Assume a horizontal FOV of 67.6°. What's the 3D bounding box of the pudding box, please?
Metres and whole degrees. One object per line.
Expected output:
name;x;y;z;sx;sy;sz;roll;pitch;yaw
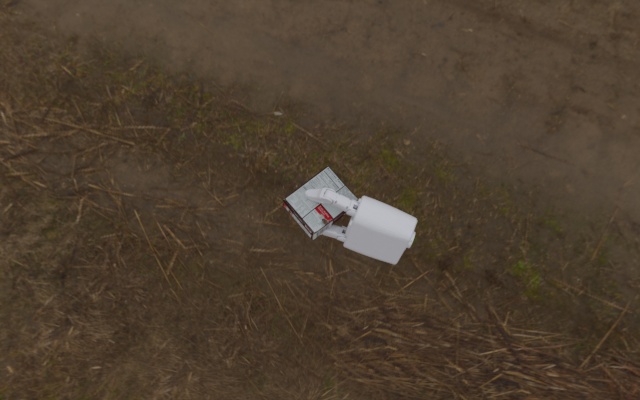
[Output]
pudding box;0.000;0.003;0.886;0.113;0.090;0.039;-37;-13;-18
